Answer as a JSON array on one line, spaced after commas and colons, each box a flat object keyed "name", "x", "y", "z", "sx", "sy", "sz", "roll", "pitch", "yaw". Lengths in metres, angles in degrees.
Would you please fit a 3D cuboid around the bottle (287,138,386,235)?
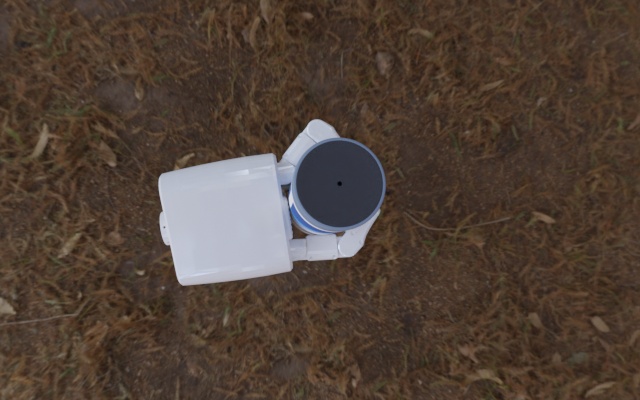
[{"name": "bottle", "x": 0.000, "y": 0.002, "z": 0.481, "sx": 0.069, "sy": 0.069, "sz": 0.296, "roll": 0, "pitch": -5, "yaw": -5}]
